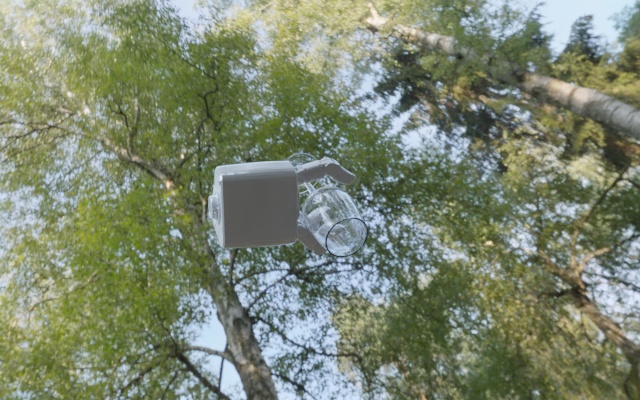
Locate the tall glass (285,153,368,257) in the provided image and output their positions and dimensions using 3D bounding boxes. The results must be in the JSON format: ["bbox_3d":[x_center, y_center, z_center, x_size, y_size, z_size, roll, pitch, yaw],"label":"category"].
[{"bbox_3d":[0.000,0.002,0.706,0.079,0.079,0.201,0,28,-24],"label":"tall glass"}]
